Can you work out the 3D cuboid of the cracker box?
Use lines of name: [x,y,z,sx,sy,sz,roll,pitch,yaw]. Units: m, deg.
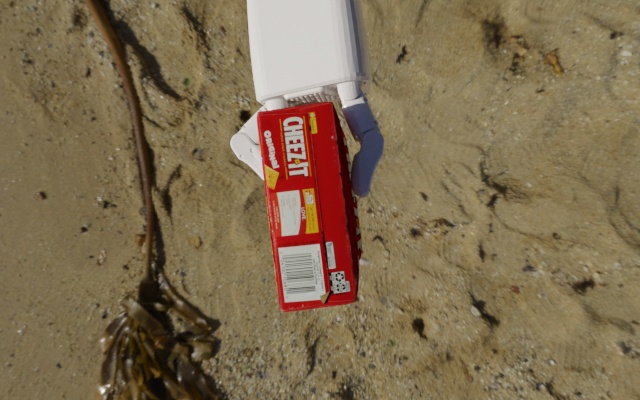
cracker box: [0.000,0.002,0.480,0.072,0.164,0.213,-7,2,6]
